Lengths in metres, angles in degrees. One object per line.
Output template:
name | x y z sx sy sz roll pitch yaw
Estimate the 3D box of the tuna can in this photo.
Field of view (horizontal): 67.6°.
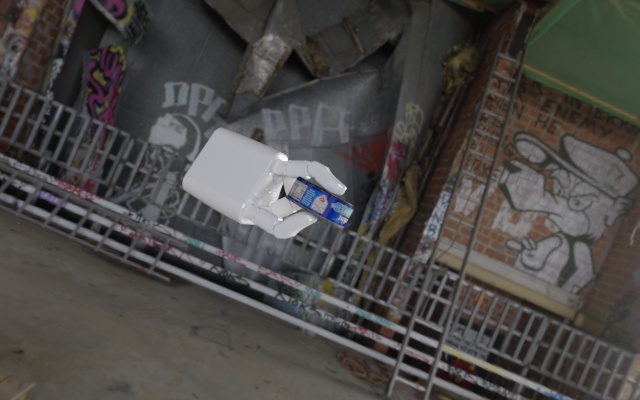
tuna can | 0.000 0.002 0.619 0.086 0.034 0.086 29 2 -1
